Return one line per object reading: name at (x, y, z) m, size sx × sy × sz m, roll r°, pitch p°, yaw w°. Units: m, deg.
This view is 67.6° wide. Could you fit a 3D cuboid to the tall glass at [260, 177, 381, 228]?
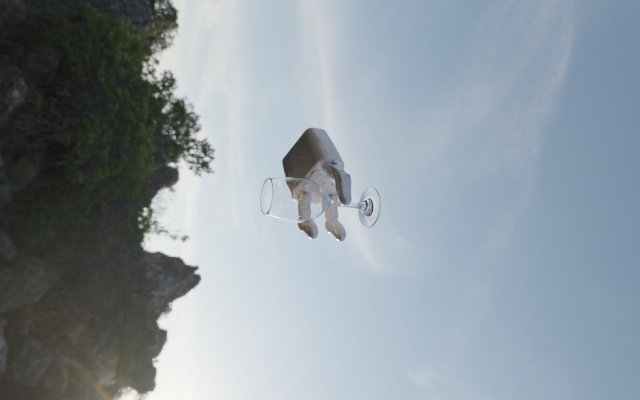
tall glass at (0.001, 0.003, 0.829) m, size 0.201 × 0.079 × 0.079 m, roll 6°, pitch -3°, yaw -26°
